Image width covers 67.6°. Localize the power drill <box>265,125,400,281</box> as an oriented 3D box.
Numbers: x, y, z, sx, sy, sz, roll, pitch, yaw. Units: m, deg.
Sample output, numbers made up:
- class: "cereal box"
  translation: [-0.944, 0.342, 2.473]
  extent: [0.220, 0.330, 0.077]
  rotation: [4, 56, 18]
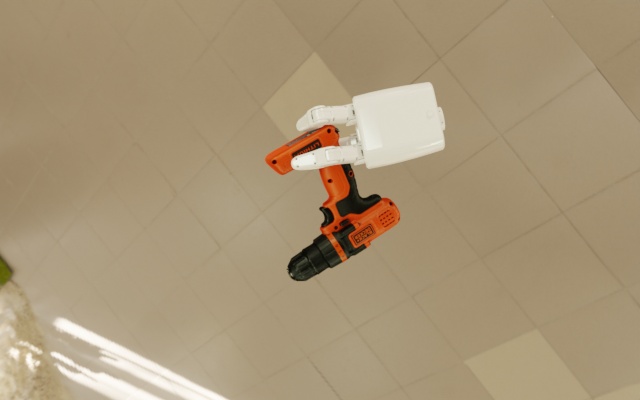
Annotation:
- class: "power drill"
  translation: [0.000, 0.002, 0.672]
  extent: [0.184, 0.188, 0.057]
  rotation: [-32, 18, -8]
